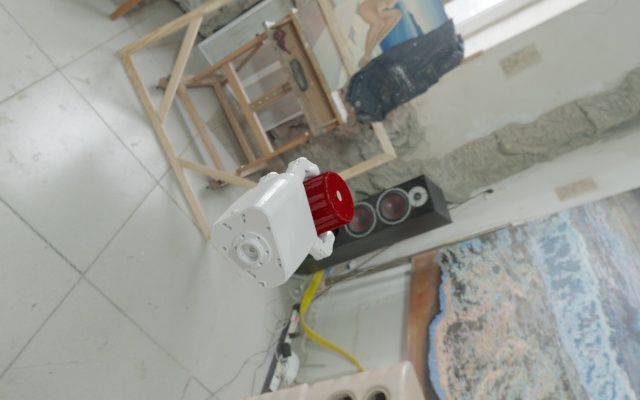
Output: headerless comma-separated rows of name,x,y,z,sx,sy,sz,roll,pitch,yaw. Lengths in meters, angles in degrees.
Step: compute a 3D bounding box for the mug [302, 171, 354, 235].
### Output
mug,0.001,0.002,0.716,0.081,0.093,0.117,-22,16,27
